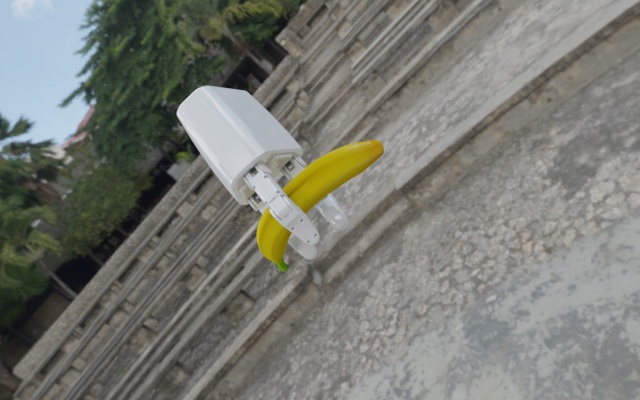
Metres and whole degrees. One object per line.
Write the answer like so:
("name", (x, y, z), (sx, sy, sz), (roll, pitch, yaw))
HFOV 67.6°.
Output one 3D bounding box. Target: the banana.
("banana", (-0.015, 0.001, 0.518), (0.069, 0.037, 0.198), (13, -54, -45))
